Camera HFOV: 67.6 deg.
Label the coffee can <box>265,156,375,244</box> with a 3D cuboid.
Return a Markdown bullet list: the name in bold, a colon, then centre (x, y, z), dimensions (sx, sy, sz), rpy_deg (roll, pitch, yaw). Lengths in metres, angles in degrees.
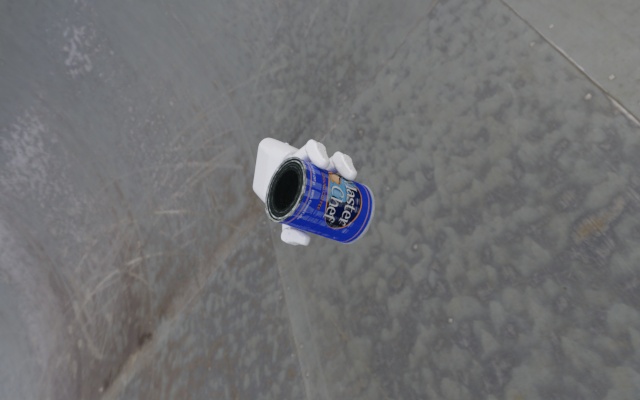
- **coffee can**: centre (0.000, 0.003, 0.744), dimensions (0.140, 0.103, 0.103), rpy_deg (20, -12, -35)
